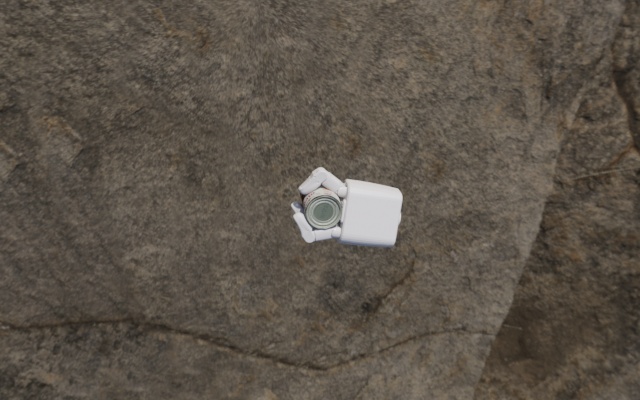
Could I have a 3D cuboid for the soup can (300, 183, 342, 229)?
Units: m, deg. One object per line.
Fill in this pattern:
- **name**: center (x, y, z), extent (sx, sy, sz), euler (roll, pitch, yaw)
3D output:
- **soup can**: center (0.000, 0.003, 0.887), extent (0.068, 0.068, 0.102), euler (0, 23, -8)
